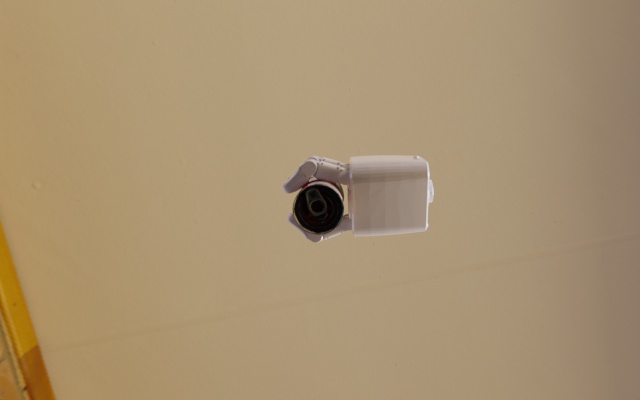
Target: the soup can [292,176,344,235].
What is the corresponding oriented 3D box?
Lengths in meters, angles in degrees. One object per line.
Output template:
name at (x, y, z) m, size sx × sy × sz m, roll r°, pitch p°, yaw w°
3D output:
soup can at (0.000, 0.002, 0.671) m, size 0.068 × 0.068 × 0.102 m, roll 0°, pitch 11°, yaw 3°
